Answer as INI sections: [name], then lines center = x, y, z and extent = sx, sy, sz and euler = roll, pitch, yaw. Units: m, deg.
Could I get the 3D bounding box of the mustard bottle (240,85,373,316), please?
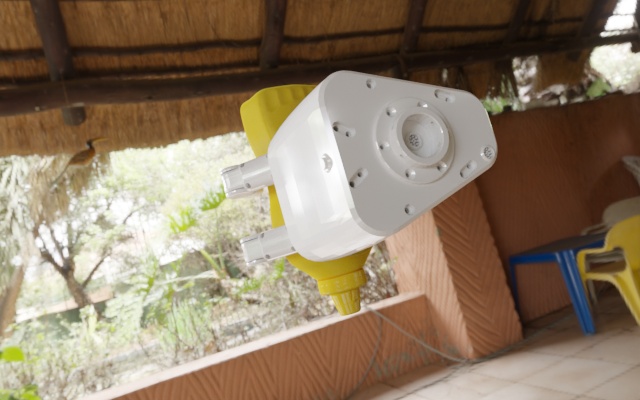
[mustard bottle]
center = 0.000, 0.001, 0.404
extent = 0.096, 0.191, 0.058
euler = -10, -9, -46
